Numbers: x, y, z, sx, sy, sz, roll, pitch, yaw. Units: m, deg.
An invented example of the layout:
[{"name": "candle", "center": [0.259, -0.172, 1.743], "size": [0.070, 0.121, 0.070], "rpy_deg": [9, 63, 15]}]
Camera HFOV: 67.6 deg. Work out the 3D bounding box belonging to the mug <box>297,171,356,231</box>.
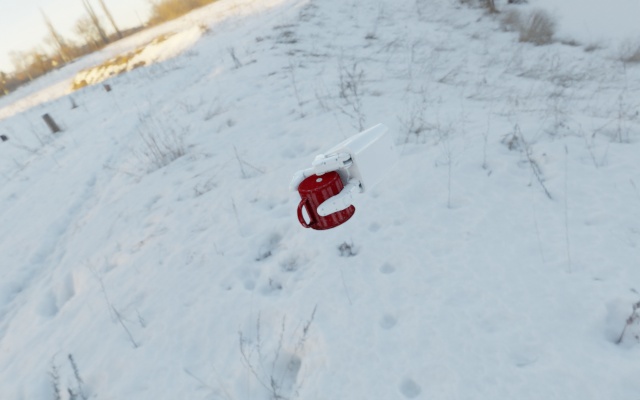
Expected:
[{"name": "mug", "center": [-0.001, 0.003, 0.878], "size": [0.117, 0.081, 0.093], "rpy_deg": [-38, 28, -31]}]
